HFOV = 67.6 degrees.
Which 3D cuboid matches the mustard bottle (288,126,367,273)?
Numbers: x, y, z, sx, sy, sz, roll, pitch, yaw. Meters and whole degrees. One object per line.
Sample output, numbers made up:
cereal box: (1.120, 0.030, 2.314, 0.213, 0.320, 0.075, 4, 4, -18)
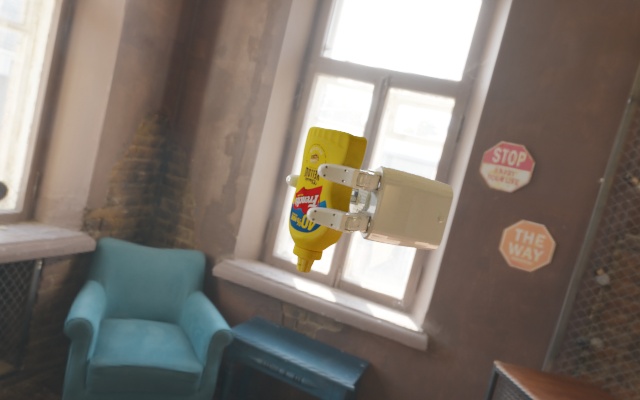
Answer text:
mustard bottle: (0.000, 0.002, 0.631, 0.058, 0.191, 0.096, 9, 7, -39)
